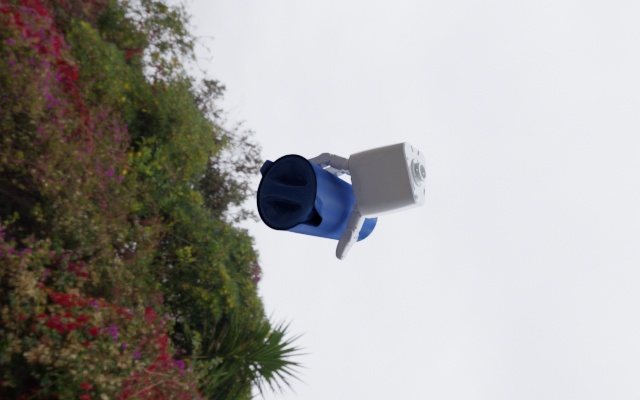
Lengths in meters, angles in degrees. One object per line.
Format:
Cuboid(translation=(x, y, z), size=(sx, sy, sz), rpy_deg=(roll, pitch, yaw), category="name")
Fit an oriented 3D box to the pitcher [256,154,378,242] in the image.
Cuboid(translation=(0.000, 0.003, 0.896), size=(0.145, 0.149, 0.243), rpy_deg=(-12, -19, 33), category="pitcher")
